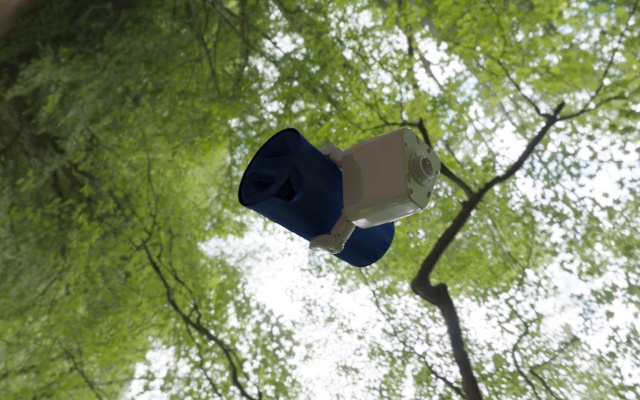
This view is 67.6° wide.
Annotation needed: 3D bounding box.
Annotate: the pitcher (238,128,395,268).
[{"bbox_3d":[0.000,0.002,0.750,0.145,0.149,0.243,-19,-44,43],"label":"pitcher"}]
